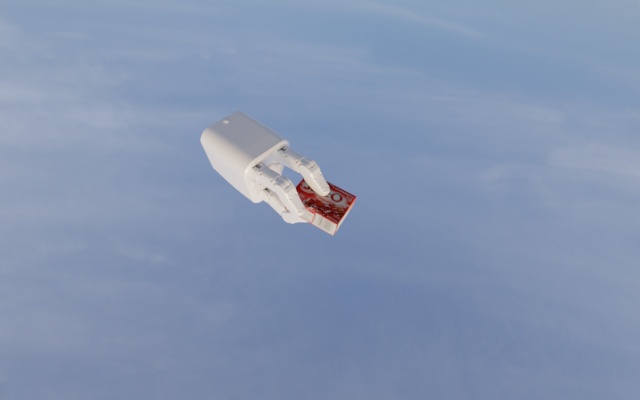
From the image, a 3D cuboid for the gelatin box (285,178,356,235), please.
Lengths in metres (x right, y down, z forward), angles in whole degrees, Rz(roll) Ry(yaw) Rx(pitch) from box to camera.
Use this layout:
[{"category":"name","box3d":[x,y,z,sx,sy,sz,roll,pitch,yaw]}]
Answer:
[{"category":"gelatin box","box3d":[0.000,0.003,0.736,0.089,0.030,0.073,29,46,9]}]
